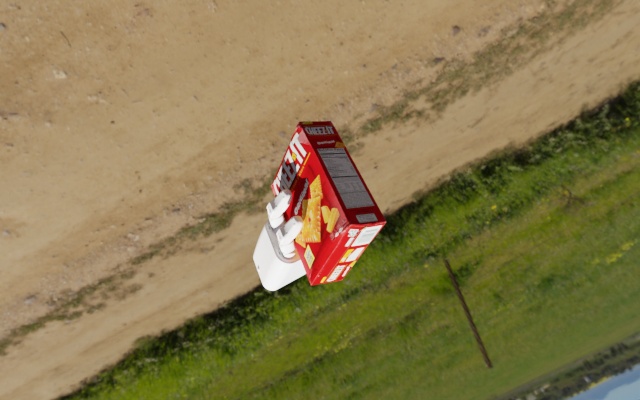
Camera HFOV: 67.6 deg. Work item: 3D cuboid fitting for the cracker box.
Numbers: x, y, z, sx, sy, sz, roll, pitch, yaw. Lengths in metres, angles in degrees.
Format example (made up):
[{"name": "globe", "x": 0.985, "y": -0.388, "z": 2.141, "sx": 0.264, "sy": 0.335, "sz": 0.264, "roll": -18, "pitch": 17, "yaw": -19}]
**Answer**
[{"name": "cracker box", "x": 0.000, "y": 0.003, "z": 0.775, "sx": 0.072, "sy": 0.213, "sz": 0.164, "roll": -5, "pitch": -37, "yaw": -31}]
